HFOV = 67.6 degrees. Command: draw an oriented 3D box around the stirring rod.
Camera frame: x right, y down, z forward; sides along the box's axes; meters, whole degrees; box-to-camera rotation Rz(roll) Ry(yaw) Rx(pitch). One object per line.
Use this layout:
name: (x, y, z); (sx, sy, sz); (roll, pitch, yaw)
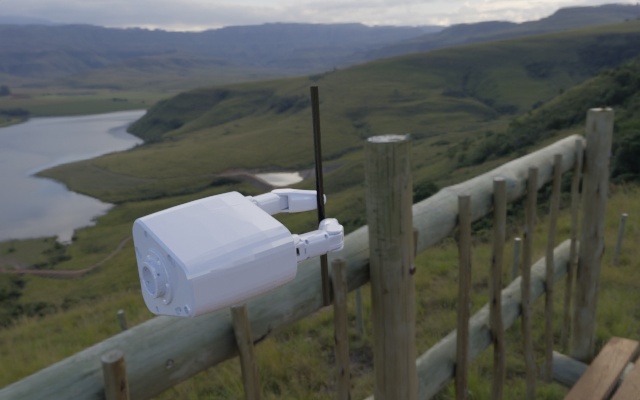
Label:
stirring rod: (0.000, 0.002, 0.510); (0.011, 0.239, 0.011); (-3, 15, 1)
